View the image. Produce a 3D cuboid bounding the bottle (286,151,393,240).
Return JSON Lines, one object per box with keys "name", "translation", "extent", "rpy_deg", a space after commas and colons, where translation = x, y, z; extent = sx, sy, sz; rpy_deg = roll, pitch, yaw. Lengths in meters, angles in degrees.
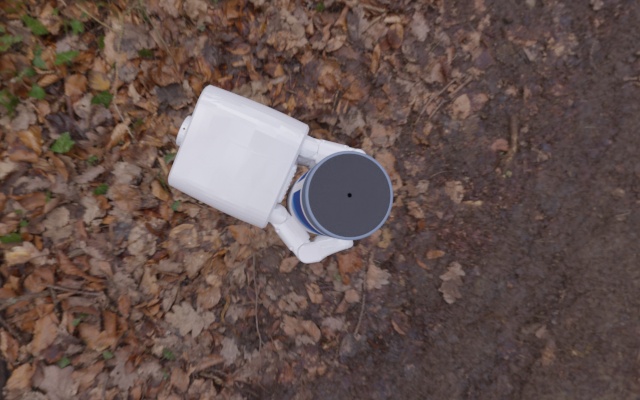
{"name": "bottle", "translation": [0.000, 0.002, 0.495], "extent": [0.069, 0.069, 0.296], "rpy_deg": [0, -2, -8]}
